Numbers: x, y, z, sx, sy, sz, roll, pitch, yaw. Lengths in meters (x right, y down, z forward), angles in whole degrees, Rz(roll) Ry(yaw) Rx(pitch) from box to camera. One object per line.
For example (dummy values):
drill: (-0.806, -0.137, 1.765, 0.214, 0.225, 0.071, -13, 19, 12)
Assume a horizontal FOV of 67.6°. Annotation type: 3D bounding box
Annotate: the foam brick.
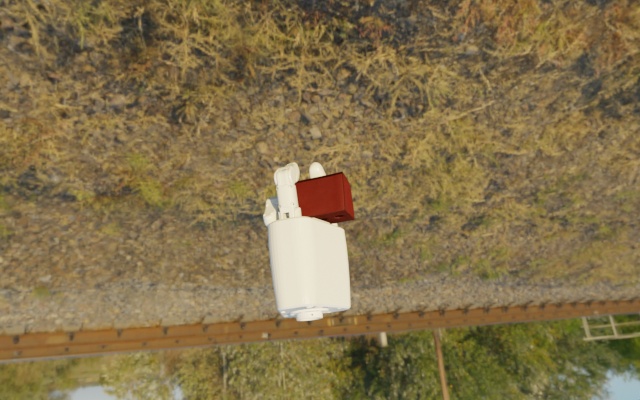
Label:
foam brick: (0.000, 0.002, 0.614, 0.078, 0.051, 0.053, -11, -20, 14)
